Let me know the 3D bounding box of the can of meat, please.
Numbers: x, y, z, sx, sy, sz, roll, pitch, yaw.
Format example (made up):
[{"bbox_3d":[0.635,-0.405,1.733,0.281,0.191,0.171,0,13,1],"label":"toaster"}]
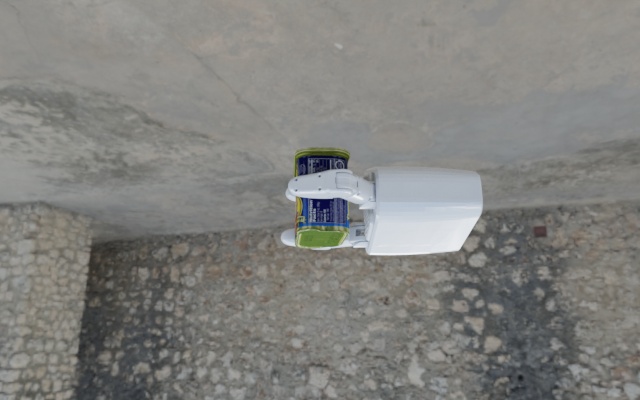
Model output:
[{"bbox_3d":[0.000,0.002,0.503,0.057,0.084,0.102,0,-15,-4],"label":"can of meat"}]
